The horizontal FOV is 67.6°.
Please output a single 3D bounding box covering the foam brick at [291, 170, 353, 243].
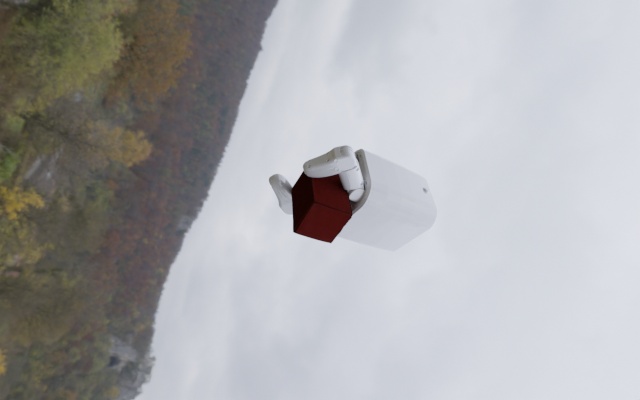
[{"bbox_3d":[0.000,0.002,0.564,0.051,0.053,0.078,20,37,-22],"label":"foam brick"}]
